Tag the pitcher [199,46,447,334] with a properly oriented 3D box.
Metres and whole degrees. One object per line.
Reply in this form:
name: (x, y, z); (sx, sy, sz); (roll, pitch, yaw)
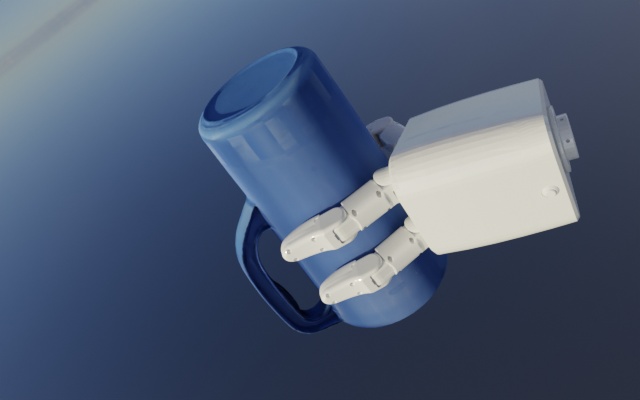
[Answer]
pitcher: (0.000, 0.001, 0.421); (0.145, 0.149, 0.243); (-16, -52, 30)
